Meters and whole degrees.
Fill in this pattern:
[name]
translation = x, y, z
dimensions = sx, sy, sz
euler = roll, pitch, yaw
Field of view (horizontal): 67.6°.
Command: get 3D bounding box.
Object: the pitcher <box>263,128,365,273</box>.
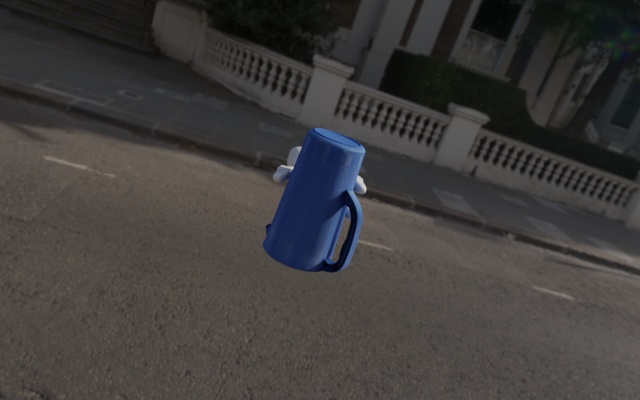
[pitcher]
translation = 0.000, 0.003, 0.867
dimensions = 0.149, 0.243, 0.145
euler = 16, 18, -12
